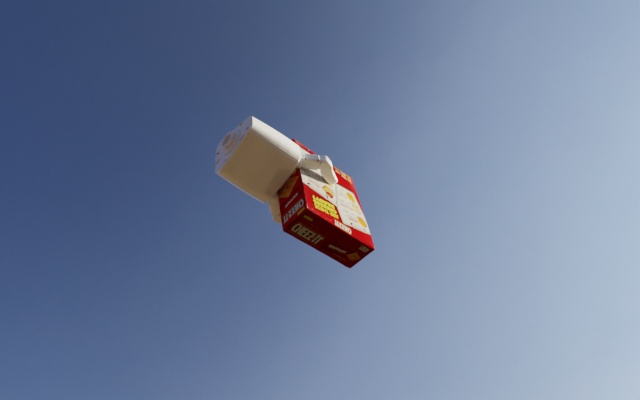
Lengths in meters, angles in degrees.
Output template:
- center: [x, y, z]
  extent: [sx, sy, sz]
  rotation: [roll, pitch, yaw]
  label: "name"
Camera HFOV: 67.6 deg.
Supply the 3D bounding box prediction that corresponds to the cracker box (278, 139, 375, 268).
- center: [0.000, 0.003, 0.883]
  extent: [0.164, 0.213, 0.072]
  rotation: [32, -63, -31]
  label: "cracker box"
